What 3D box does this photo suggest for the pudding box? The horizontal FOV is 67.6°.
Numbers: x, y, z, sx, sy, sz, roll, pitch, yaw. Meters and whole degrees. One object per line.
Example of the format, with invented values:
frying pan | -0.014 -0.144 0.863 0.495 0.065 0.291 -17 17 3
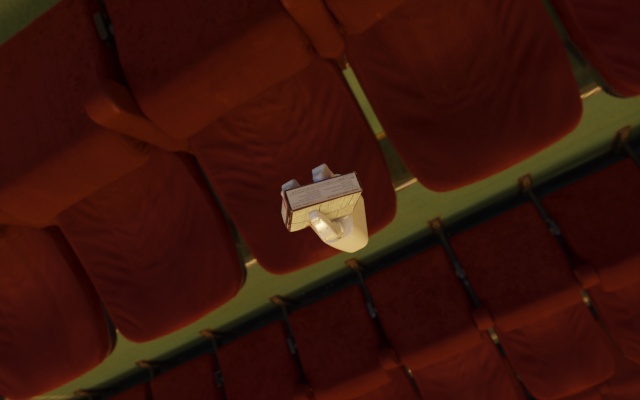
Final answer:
pudding box | 0.000 0.003 0.715 0.113 0.039 0.090 -18 -20 -13
